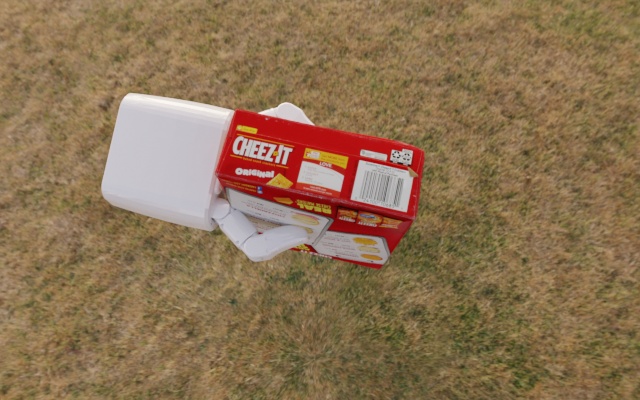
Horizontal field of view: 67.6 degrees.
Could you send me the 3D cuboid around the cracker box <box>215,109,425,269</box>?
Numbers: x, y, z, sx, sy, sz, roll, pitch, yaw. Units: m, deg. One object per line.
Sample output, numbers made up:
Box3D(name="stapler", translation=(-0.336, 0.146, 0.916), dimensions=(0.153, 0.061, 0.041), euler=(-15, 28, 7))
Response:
Box3D(name="cracker box", translation=(0.000, 0.002, 0.479), dimensions=(0.164, 0.072, 0.214), euler=(12, -18, 4))
